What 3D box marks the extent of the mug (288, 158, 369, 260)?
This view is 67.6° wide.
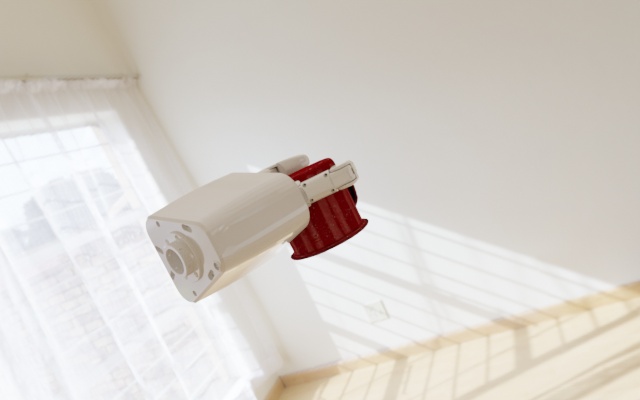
[{"bbox_3d":[0.001,0.001,0.520,0.093,0.081,0.117,-19,10,46],"label":"mug"}]
